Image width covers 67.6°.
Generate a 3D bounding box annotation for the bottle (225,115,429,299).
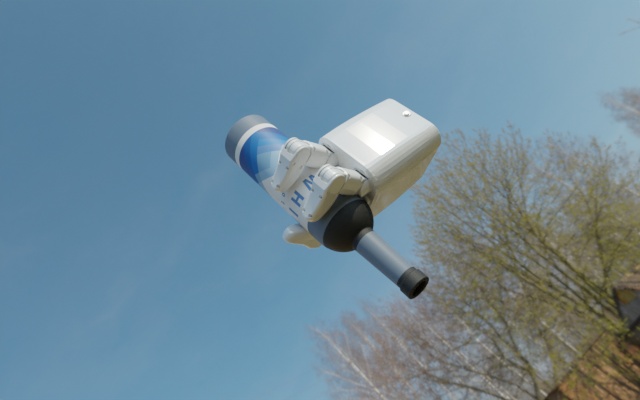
[{"bbox_3d":[0.000,0.002,0.529,0.069,0.069,0.295,0,34,-50],"label":"bottle"}]
